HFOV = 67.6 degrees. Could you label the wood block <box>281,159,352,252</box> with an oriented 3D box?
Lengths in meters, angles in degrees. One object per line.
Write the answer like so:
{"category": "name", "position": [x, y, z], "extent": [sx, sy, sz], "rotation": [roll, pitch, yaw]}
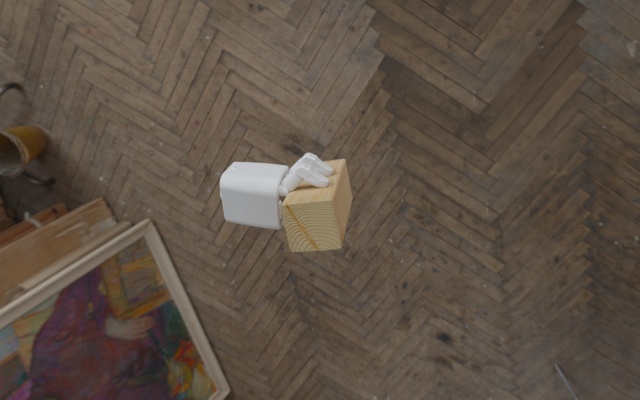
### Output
{"category": "wood block", "position": [0.000, 0.003, 0.872], "extent": [0.090, 0.091, 0.206], "rotation": [-6, 23, 12]}
